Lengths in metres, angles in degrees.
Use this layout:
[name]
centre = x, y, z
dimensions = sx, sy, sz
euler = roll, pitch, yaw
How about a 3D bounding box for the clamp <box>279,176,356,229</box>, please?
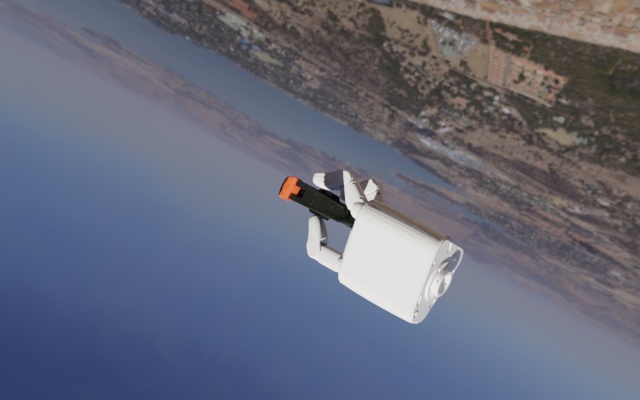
[clamp]
centre = 0.000, 0.003, 0.643
dimensions = 0.164, 0.036, 0.210
euler = 27, 1, 35
